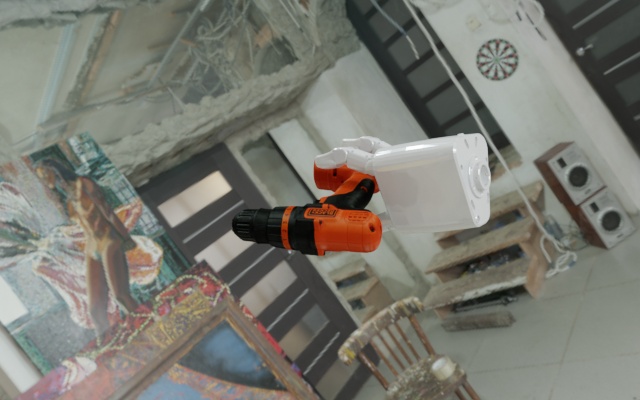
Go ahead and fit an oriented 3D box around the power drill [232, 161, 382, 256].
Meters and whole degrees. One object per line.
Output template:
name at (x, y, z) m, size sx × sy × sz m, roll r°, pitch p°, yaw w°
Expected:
power drill at (0.000, 0.002, 0.619) m, size 0.184 × 0.057 × 0.187 m, roll 4°, pitch 31°, yaw 17°
